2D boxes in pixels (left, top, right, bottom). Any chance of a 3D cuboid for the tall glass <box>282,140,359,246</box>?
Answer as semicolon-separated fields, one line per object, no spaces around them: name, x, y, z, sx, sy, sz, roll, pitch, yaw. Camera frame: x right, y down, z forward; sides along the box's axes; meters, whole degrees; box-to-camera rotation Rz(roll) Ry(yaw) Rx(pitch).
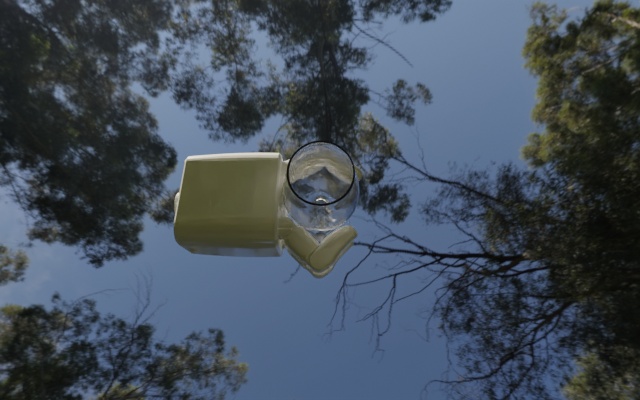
tall glass;0.000;0.002;0.521;0.079;0.079;0.201;0;-16;0
